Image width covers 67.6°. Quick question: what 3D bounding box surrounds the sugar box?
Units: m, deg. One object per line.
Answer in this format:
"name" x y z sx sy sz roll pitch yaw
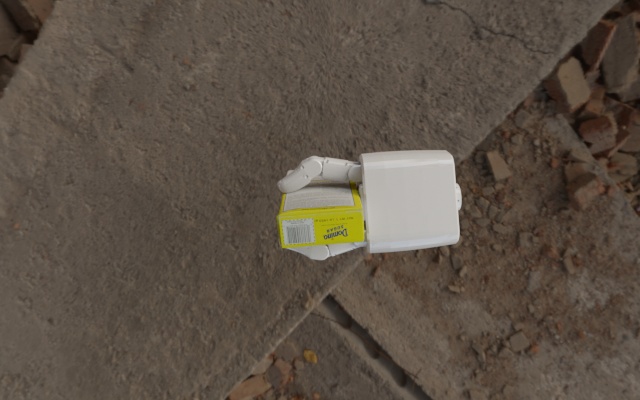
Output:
"sugar box" 0.000 0.002 0.588 0.093 0.048 0.176 -4 17 2
